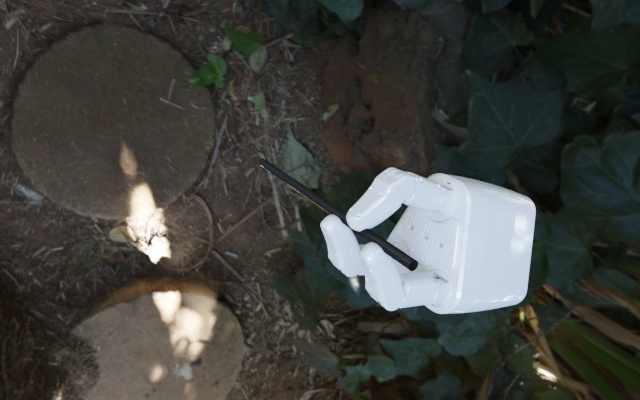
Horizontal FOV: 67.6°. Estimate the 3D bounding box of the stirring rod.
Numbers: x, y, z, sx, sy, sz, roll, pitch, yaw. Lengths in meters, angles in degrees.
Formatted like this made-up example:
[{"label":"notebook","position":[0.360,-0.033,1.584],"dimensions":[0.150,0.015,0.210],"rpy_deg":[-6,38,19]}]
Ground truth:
[{"label":"stirring rod","position":[0.000,0.001,0.411],"dimensions":[0.011,0.011,0.239],"rpy_deg":[0,20,-33]}]
